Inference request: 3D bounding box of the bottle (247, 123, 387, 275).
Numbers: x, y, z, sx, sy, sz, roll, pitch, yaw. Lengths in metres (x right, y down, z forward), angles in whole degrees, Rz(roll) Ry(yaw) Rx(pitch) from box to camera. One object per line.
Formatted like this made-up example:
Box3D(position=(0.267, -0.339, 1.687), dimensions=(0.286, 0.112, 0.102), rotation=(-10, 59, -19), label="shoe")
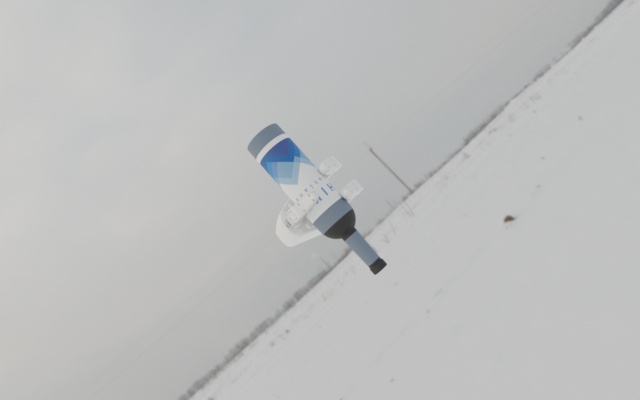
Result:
Box3D(position=(0.000, 0.002, 0.784), dimensions=(0.069, 0.295, 0.069), rotation=(-41, -6, -6), label="bottle")
